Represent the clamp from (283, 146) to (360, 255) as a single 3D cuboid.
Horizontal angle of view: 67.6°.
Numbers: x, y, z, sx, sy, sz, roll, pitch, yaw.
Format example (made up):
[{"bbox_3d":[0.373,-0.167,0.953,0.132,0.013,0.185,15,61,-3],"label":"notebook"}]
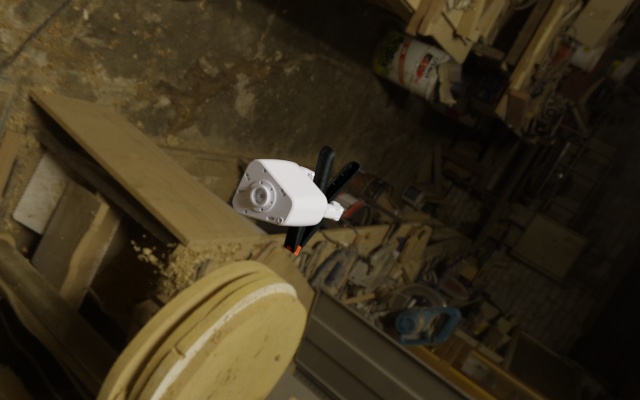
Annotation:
[{"bbox_3d":[0.000,0.004,0.873,0.036,0.210,0.164,32,14,22],"label":"clamp"}]
